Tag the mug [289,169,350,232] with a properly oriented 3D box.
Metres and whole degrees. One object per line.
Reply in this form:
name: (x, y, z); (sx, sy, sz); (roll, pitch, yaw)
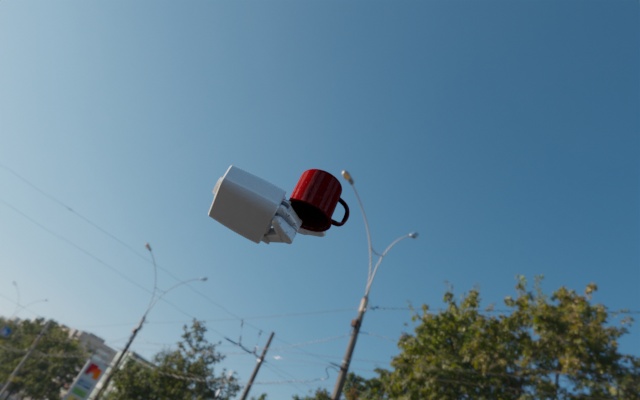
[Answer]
mug: (0.002, 0.003, 0.862); (0.117, 0.081, 0.093); (28, -32, -5)
